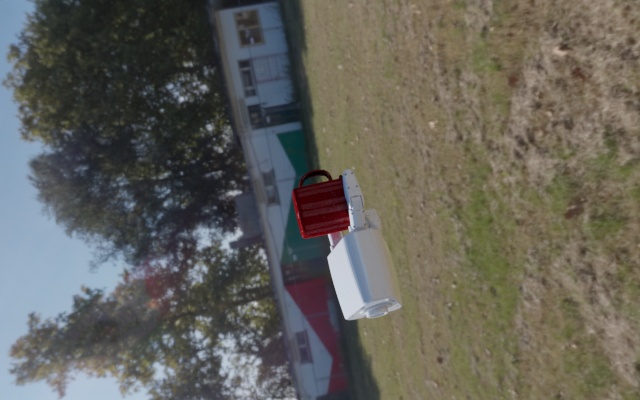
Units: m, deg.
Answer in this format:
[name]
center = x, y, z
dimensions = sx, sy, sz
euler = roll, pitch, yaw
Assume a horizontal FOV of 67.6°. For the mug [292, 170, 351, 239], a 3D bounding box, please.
[mug]
center = 0.000, 0.001, 0.754
dimensions = 0.081, 0.117, 0.093
euler = -12, -25, -6
